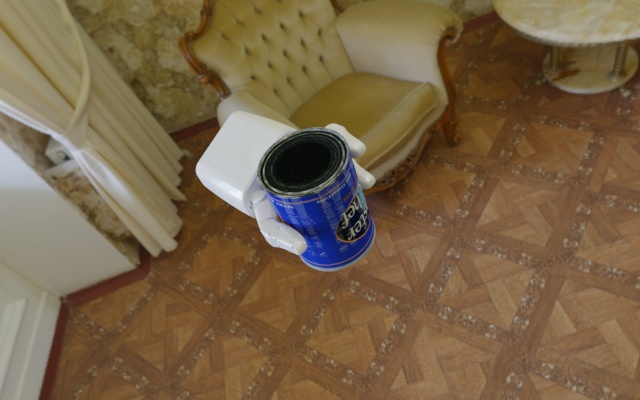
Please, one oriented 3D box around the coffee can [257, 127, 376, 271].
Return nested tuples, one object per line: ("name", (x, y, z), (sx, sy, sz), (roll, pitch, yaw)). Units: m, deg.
("coffee can", (0.000, 0.002, 0.552), (0.103, 0.102, 0.140), (0, -40, 21))
